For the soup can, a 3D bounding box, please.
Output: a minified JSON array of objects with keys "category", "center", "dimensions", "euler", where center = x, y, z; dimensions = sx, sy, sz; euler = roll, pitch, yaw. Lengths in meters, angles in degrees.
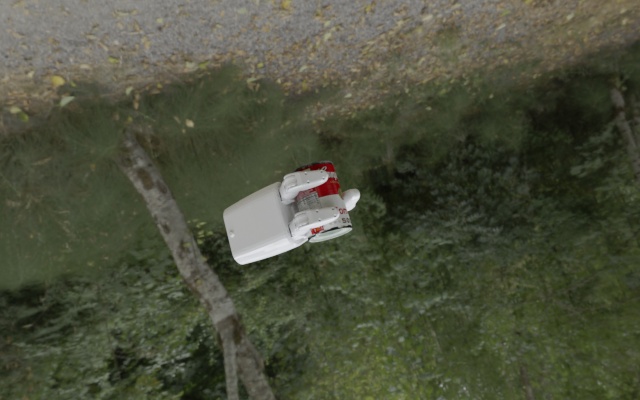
[{"category":"soup can","center":[0.001,0.002,0.692],"dimensions":[0.068,0.102,0.068],"euler":[-16,-13,-4]}]
